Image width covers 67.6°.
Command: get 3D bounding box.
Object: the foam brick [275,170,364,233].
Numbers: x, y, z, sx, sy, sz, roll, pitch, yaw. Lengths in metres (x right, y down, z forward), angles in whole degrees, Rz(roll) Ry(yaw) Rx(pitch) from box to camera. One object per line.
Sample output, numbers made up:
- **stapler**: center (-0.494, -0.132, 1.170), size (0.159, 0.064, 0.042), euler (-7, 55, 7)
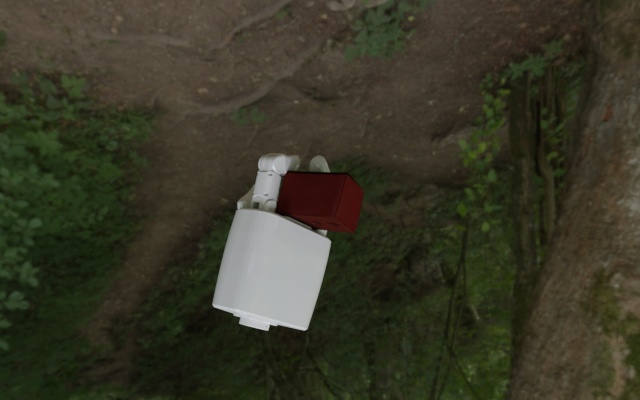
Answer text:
- **foam brick**: center (0.000, 0.002, 0.520), size (0.078, 0.051, 0.053), euler (3, -20, 31)
